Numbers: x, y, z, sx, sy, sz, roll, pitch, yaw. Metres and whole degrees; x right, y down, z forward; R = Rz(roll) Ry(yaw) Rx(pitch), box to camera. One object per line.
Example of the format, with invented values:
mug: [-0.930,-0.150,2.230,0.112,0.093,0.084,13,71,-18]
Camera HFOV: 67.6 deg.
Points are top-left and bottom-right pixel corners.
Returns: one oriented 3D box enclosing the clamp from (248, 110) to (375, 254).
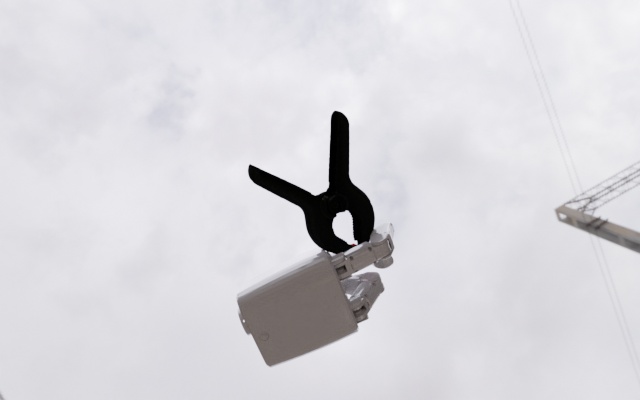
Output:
clamp: [0.000,0.002,0.522,0.120,0.171,0.039,-23,16,-6]
